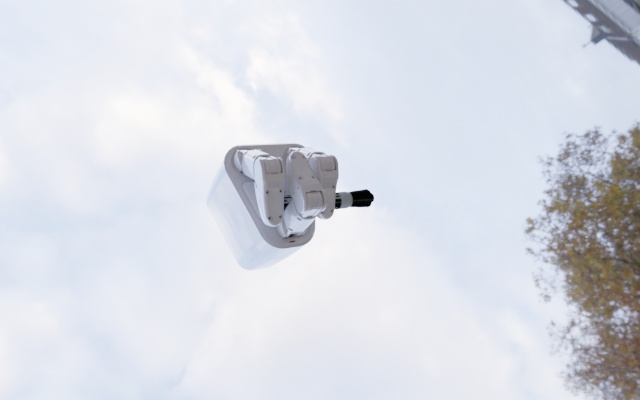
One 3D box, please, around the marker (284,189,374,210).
[{"bbox_3d":[0.000,0.002,0.466,0.121,0.020,0.020,-5,2,-28],"label":"marker"}]
